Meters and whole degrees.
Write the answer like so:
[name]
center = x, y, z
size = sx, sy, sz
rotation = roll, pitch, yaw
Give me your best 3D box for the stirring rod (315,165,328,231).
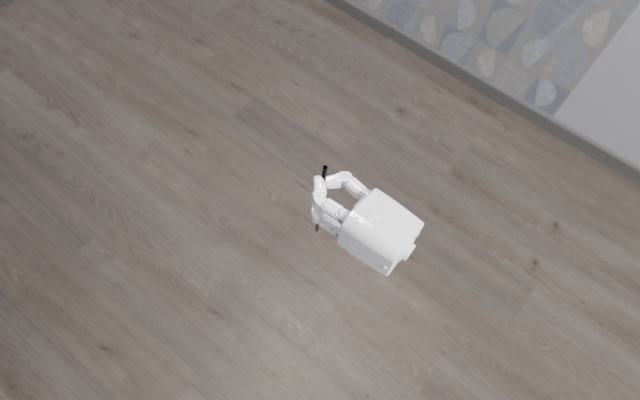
[stirring rod]
center = 0.000, 0.003, 0.895
size = 0.011, 0.011, 0.240
rotation = 0, -29, -4
